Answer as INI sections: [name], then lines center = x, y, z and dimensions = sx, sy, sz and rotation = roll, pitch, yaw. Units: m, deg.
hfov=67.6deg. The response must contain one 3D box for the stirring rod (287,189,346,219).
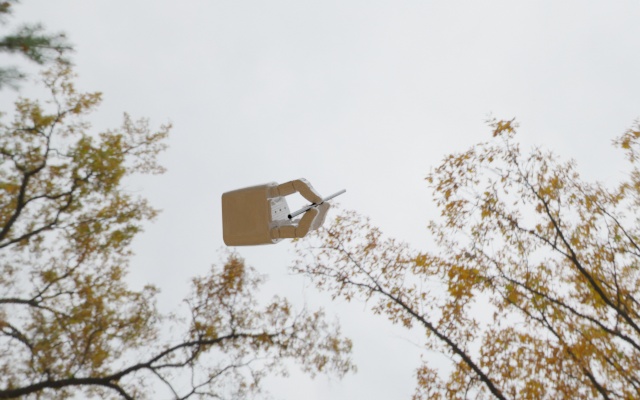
[stirring rod]
center = 0.000, 0.003, 0.856
dimensions = 0.011, 0.011, 0.239
rotation = 0, 11, 24
